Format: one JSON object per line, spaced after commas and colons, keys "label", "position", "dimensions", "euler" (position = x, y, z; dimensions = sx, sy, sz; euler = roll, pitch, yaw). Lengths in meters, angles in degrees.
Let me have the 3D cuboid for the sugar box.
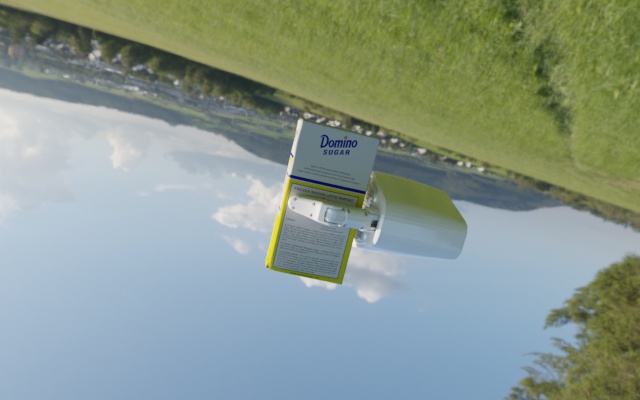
{"label": "sugar box", "position": [0.000, 0.002, 0.554], "dimensions": [0.093, 0.176, 0.048], "euler": [13, 8, -10]}
